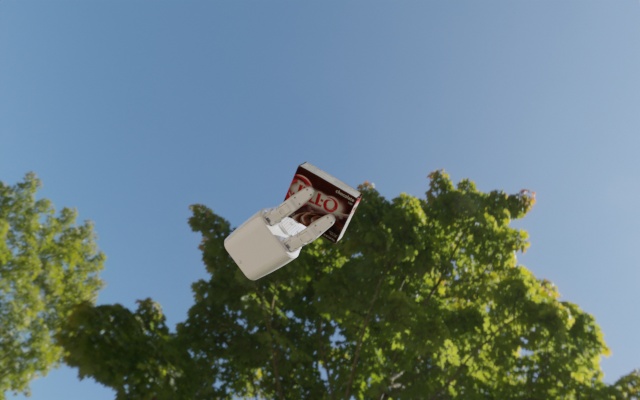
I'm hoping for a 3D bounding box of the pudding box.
[{"bbox_3d":[0.000,0.003,0.779,0.113,0.090,0.039,29,26,9],"label":"pudding box"}]
